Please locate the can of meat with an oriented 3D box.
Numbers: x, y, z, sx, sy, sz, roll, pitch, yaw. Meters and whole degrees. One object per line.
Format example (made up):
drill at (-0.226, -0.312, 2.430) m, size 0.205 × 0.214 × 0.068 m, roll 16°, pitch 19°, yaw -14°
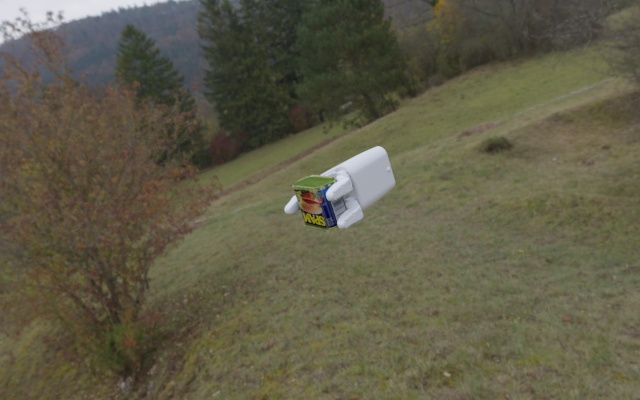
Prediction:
can of meat at (0.000, 0.003, 0.864) m, size 0.057 × 0.084 × 0.102 m, roll -29°, pitch 21°, yaw -29°
